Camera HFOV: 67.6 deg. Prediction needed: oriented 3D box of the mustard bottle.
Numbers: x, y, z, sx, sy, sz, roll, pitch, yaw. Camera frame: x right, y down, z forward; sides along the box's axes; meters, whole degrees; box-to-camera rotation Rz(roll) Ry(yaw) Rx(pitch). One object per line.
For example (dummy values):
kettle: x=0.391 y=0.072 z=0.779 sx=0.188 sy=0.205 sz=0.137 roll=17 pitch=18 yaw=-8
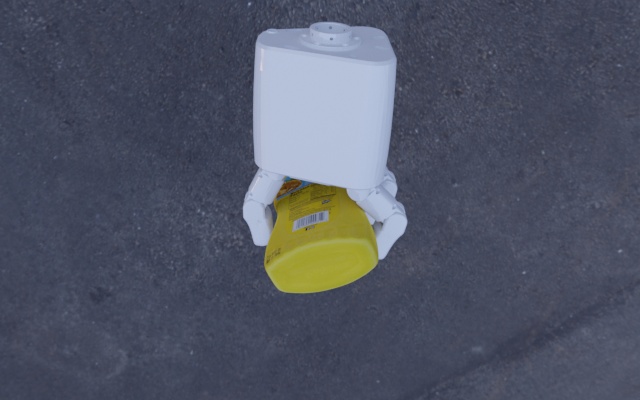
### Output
mustard bottle: x=0.000 y=0.002 z=0.473 sx=0.096 sy=0.058 sz=0.191 roll=-19 pitch=34 yaw=12
